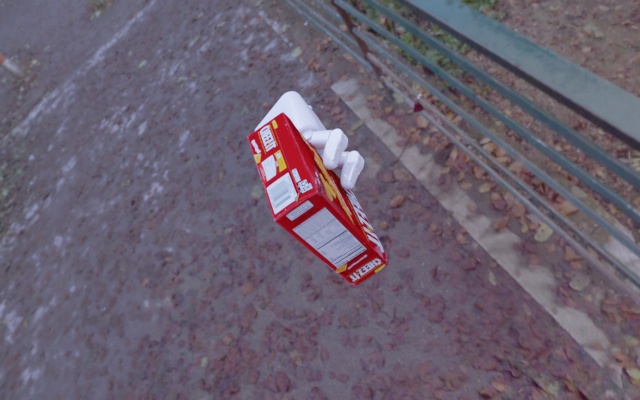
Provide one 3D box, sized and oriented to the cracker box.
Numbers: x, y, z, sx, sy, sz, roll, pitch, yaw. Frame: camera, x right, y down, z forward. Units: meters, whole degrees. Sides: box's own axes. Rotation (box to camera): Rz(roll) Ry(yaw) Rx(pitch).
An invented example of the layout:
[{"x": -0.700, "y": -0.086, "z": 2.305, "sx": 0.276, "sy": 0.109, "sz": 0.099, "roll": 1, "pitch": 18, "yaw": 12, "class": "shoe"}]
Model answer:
[{"x": 0.000, "y": 0.002, "z": 0.668, "sx": 0.072, "sy": 0.164, "sz": 0.214, "roll": -34, "pitch": -43, "yaw": 11, "class": "cracker box"}]
